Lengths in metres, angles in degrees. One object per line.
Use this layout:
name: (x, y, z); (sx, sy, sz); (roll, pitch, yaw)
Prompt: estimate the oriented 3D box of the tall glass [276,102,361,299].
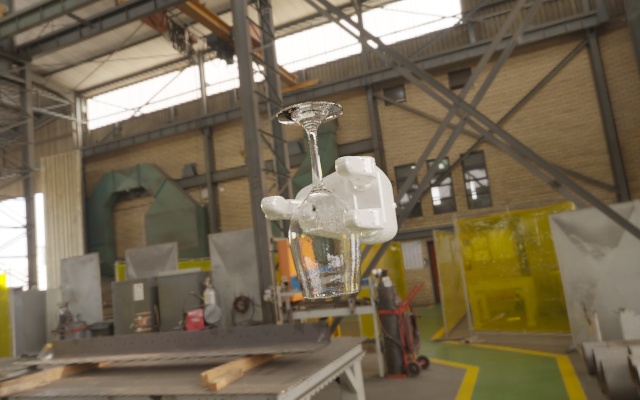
tall glass: (0.000, 0.001, 0.517); (0.079, 0.201, 0.079); (-7, -8, -1)
